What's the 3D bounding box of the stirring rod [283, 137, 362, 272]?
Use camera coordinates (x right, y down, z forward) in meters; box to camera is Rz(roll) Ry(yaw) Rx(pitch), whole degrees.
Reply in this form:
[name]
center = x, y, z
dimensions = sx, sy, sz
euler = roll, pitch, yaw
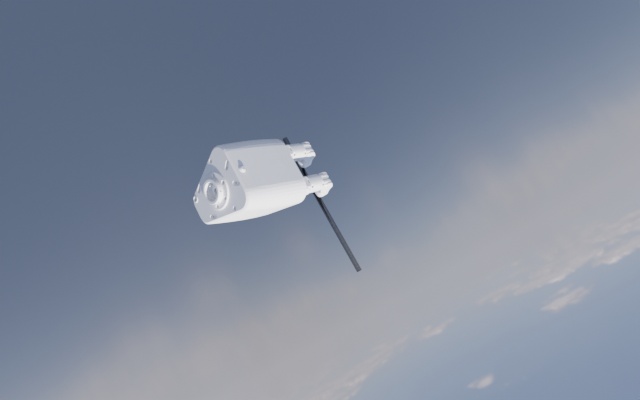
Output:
[stirring rod]
center = 0.000, 0.002, 0.734
dimensions = 0.011, 0.239, 0.011
euler = -27, -15, -8
